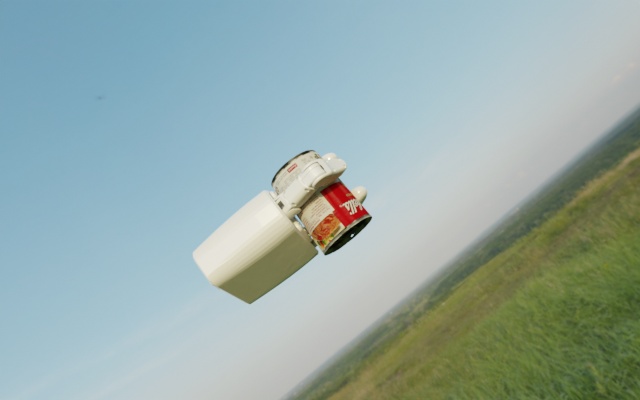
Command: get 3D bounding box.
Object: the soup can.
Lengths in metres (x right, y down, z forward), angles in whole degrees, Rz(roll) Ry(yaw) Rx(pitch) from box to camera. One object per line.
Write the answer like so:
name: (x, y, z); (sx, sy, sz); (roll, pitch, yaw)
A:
soup can: (0.000, 0.001, 0.539); (0.068, 0.102, 0.068); (-36, -15, -11)
